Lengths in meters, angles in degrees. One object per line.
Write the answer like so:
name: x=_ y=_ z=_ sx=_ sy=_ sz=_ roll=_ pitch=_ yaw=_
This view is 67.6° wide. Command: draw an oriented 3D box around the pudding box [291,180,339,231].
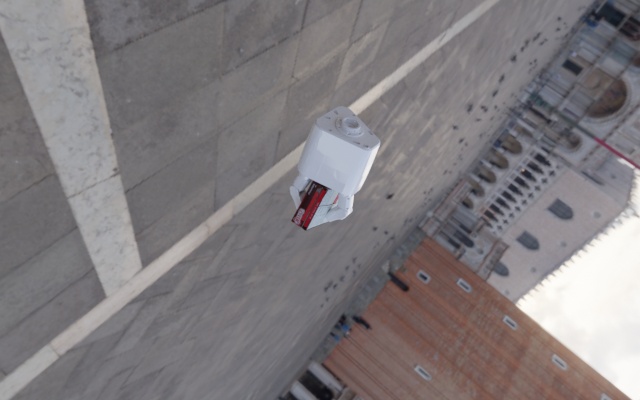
pudding box: x=0.000 y=0.003 z=0.885 sx=0.039 sy=0.090 sz=0.113 roll=35 pitch=17 yaw=17
